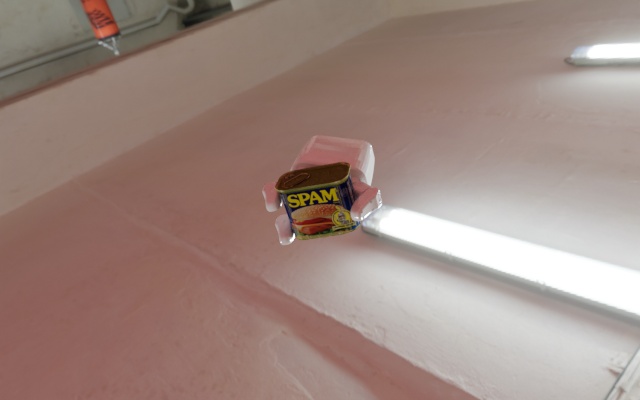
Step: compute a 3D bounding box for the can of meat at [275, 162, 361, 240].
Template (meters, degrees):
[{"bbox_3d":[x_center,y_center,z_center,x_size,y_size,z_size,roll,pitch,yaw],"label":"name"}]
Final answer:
[{"bbox_3d":[0.000,0.002,0.653,0.102,0.084,0.057,-9,29,15],"label":"can of meat"}]
